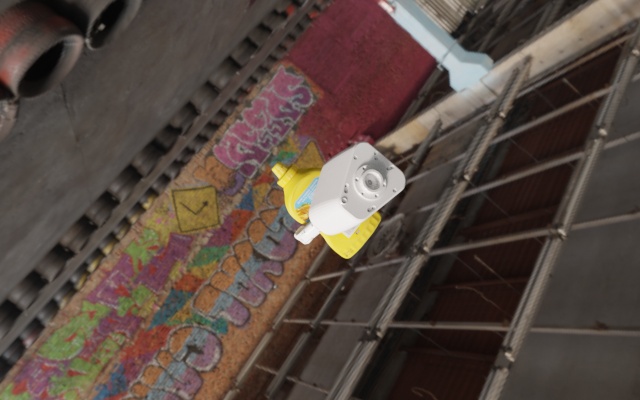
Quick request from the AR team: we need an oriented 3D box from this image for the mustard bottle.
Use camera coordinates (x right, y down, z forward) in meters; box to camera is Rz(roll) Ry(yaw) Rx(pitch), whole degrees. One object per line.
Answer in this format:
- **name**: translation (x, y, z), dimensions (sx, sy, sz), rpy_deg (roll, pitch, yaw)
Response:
- **mustard bottle**: translation (0.000, 0.003, 0.785), dimensions (0.191, 0.096, 0.058), rpy_deg (39, 2, -10)
